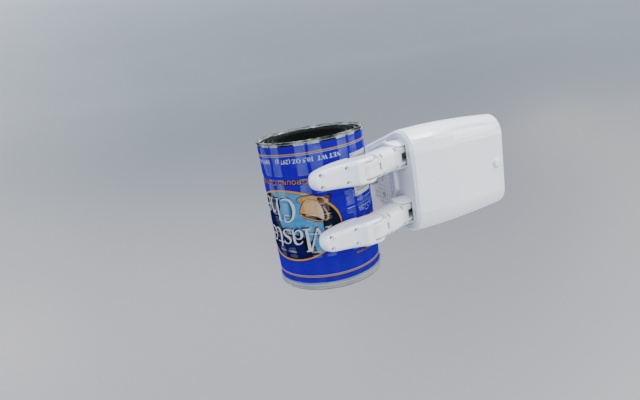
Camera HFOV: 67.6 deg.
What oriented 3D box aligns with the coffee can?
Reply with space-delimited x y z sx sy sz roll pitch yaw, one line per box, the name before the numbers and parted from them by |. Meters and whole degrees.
coffee can | 0.000 0.002 0.469 0.103 0.140 0.102 -9 16 3
